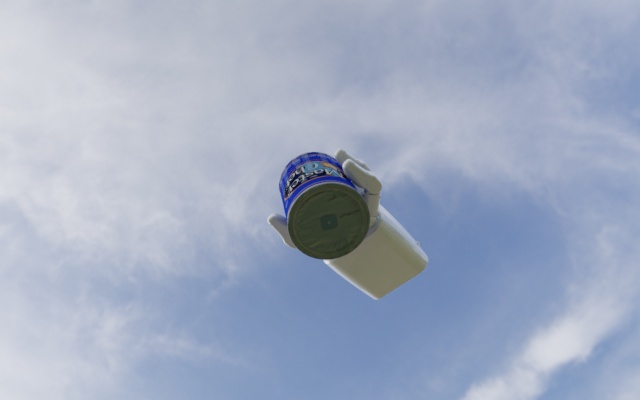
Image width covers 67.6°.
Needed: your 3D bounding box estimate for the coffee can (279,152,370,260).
[{"bbox_3d":[0.000,0.002,0.644,0.103,0.103,0.140,0,21,-10],"label":"coffee can"}]
